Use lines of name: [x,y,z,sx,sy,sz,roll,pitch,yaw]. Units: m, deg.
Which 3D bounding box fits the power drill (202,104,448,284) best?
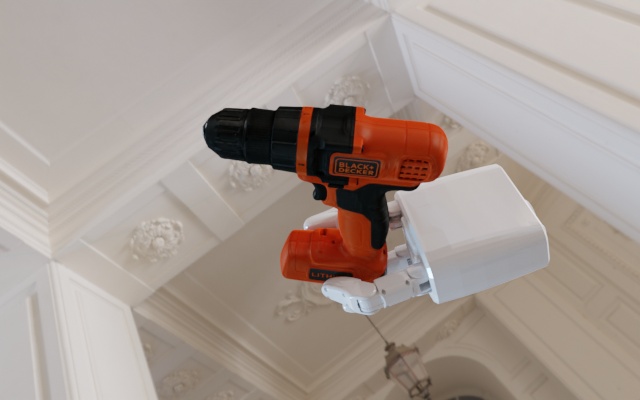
power drill: [0.000,0.002,0.413,0.184,0.057,0.188,7,-40,3]
